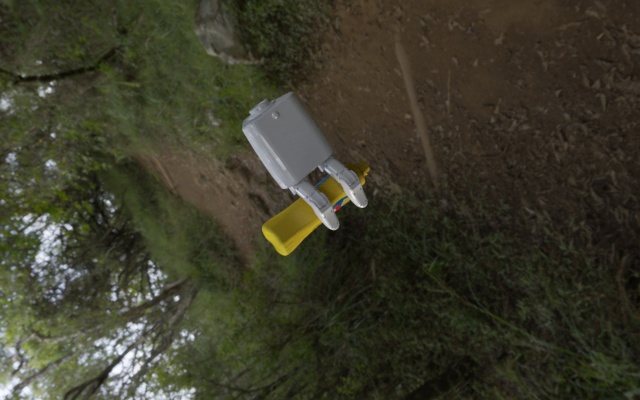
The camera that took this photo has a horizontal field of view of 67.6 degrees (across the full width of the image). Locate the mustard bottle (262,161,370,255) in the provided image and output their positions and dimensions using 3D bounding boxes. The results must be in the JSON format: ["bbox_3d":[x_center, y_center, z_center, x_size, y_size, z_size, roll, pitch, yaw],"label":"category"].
[{"bbox_3d":[0.000,0.003,0.733,0.191,0.058,0.096,-40,-5,-14],"label":"mustard bottle"}]
